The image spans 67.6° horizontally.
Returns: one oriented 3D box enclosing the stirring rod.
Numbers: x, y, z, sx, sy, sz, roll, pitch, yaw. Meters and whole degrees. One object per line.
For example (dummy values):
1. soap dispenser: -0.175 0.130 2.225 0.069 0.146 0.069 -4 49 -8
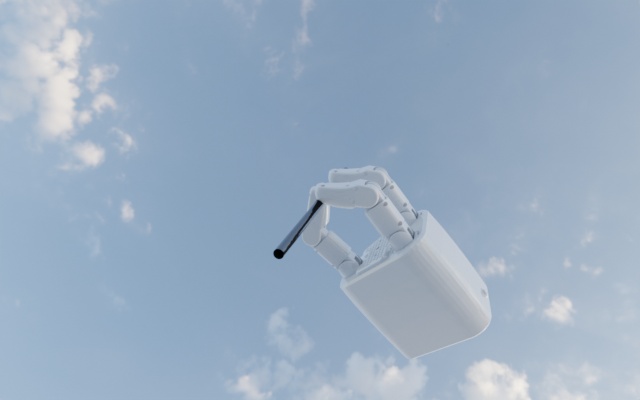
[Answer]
1. stirring rod: 0.000 0.002 0.446 0.011 0.011 0.239 0 18 15
